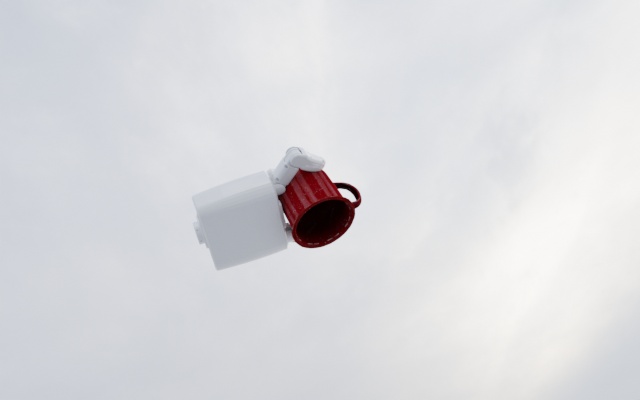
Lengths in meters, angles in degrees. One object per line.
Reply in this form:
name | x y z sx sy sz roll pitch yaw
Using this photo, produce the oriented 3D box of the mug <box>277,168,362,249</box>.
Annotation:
mug | 0.001 0.002 0.668 0.117 0.093 0.081 -18 46 -16
